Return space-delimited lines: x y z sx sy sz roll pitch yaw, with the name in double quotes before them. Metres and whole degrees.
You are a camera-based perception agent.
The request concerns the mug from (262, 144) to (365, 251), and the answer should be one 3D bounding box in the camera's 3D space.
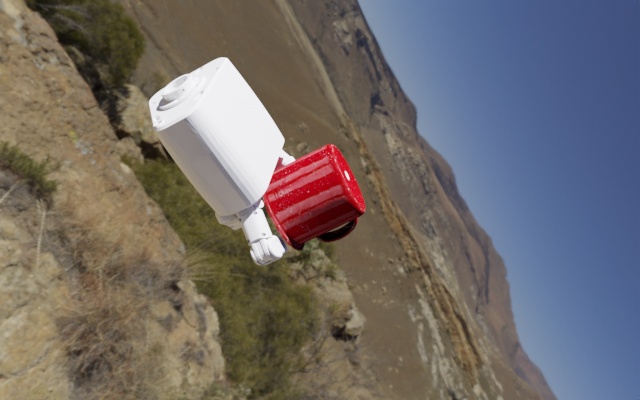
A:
"mug" 0.001 0.003 0.506 0.081 0.117 0.093 -26 37 12
